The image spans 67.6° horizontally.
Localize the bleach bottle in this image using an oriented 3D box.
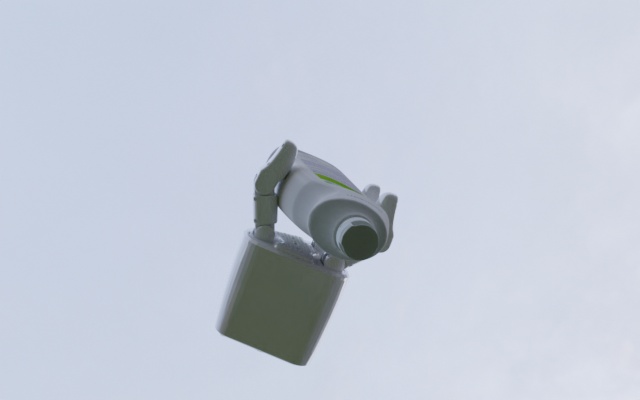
[{"bbox_3d":[0.000,0.002,0.471,0.102,0.068,0.250,20,8,-14],"label":"bleach bottle"}]
